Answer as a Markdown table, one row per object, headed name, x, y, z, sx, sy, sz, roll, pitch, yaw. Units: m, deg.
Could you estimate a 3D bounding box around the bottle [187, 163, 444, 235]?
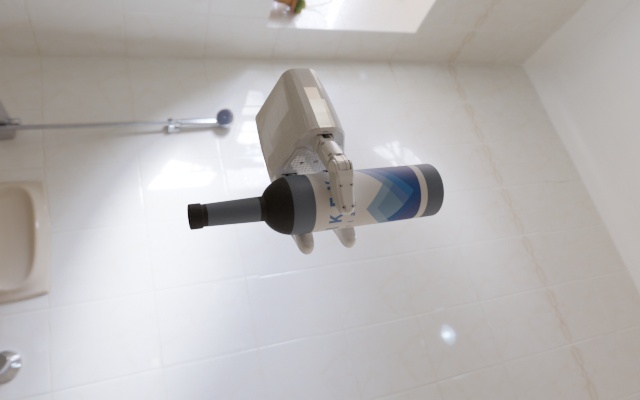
| name | x | y | z | sx | sy | sz | roll | pitch | yaw |
| --- | --- | --- | --- | --- | --- | --- | --- | --- | --- |
| bottle | 0.000 | 0.002 | 0.547 | 0.295 | 0.069 | 0.069 | -6 | 2 | -22 |
